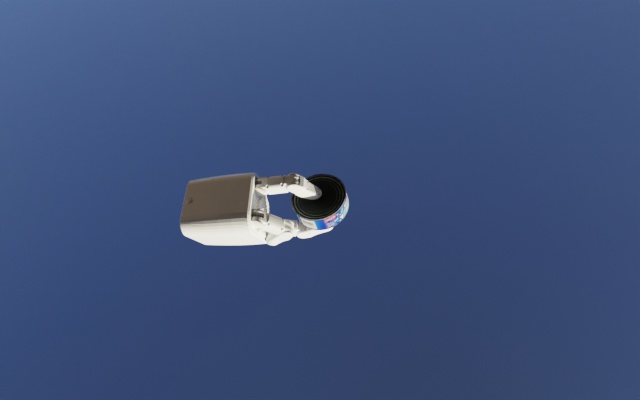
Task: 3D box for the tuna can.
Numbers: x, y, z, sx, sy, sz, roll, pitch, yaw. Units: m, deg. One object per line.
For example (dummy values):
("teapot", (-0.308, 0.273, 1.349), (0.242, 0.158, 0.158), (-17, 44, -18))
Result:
("tuna can", (0.000, 0.003, 0.735), (0.086, 0.086, 0.034), (0, -35, 15))
